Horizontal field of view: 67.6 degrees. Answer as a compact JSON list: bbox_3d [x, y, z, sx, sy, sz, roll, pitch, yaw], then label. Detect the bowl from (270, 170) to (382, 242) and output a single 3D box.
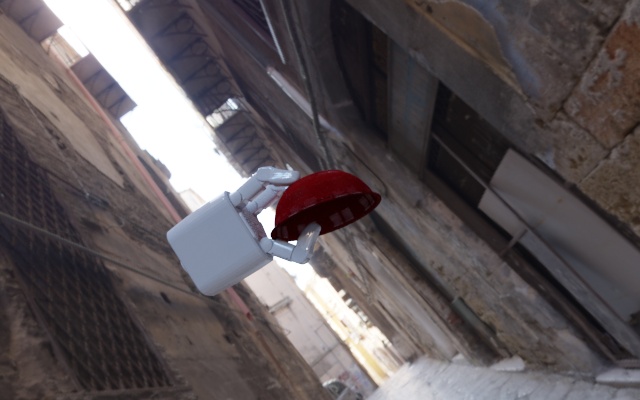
[{"bbox_3d":[0.001,0.001,0.662,0.162,0.055,0.162,-18,-17,-6],"label":"bowl"}]
